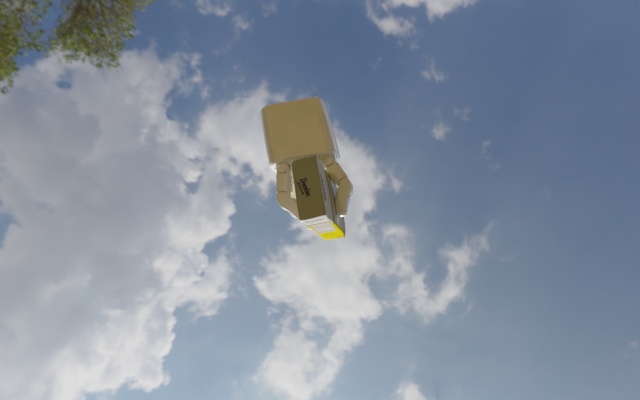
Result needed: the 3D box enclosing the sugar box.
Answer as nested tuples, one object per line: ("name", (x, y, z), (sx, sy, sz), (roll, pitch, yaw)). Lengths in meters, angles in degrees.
("sugar box", (0.000, 0.002, 0.758), (0.048, 0.093, 0.176), (-13, -17, 12))
